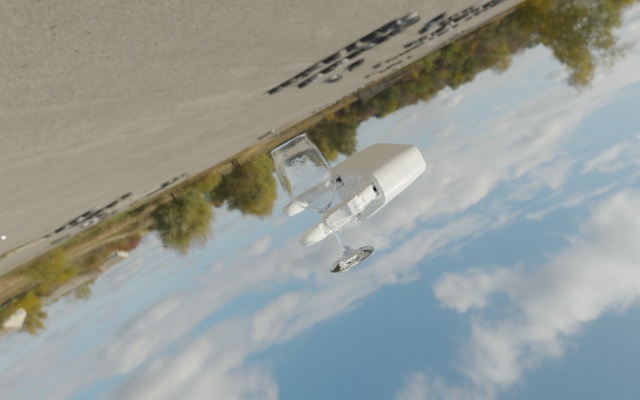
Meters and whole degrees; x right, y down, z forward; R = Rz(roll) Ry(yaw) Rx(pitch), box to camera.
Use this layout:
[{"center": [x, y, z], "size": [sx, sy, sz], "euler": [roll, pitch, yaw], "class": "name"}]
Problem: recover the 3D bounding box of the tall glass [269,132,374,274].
[{"center": [0.000, 0.003, 0.700], "size": [0.079, 0.201, 0.079], "euler": [-28, 9, 5], "class": "tall glass"}]
